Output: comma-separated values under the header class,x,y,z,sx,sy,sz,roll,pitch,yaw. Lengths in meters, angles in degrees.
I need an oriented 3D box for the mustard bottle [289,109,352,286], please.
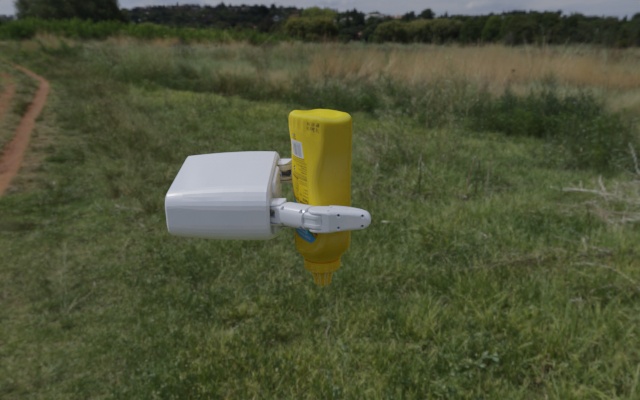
class,x,y,z,sx,sy,sz,roll,pitch,yaw
mustard bottle,0.000,0.001,0.513,0.058,0.192,0.096,-7,17,-22
